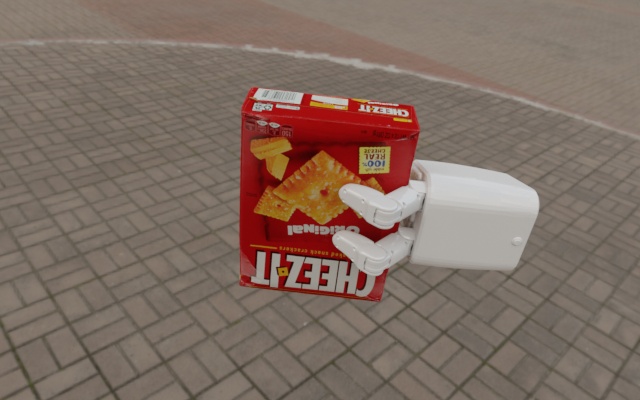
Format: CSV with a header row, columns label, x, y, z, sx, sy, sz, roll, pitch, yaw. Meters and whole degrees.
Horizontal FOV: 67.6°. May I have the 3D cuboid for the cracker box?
label,x,y,z,sx,sy,sz,roll,pitch,yaw
cracker box,0.000,0.001,0.500,0.164,0.214,0.072,7,32,0
